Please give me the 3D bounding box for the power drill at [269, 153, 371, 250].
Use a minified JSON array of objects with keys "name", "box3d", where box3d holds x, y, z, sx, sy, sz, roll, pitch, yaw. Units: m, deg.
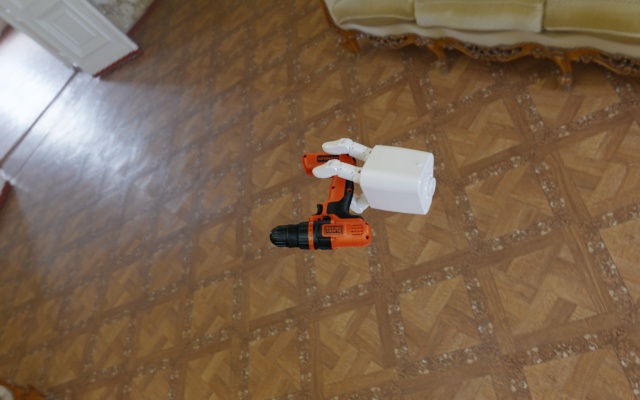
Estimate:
[{"name":"power drill","box3d":[0.000,0.002,0.893,0.184,0.187,0.057,-1,-25,4]}]
